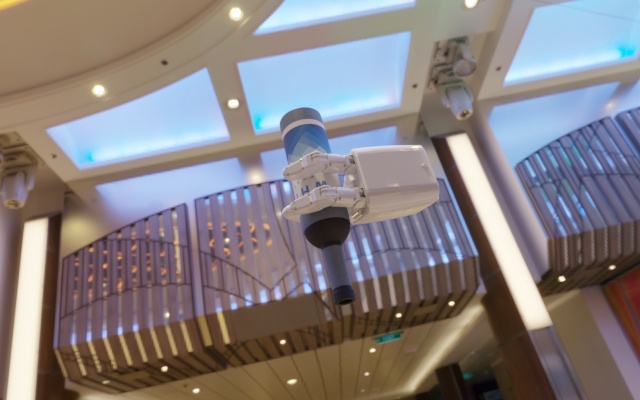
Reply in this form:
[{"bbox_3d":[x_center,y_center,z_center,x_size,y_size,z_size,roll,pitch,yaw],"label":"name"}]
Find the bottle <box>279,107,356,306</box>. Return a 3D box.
[{"bbox_3d":[0.000,0.002,0.668,0.069,0.295,0.069,-11,-29,-6],"label":"bottle"}]
